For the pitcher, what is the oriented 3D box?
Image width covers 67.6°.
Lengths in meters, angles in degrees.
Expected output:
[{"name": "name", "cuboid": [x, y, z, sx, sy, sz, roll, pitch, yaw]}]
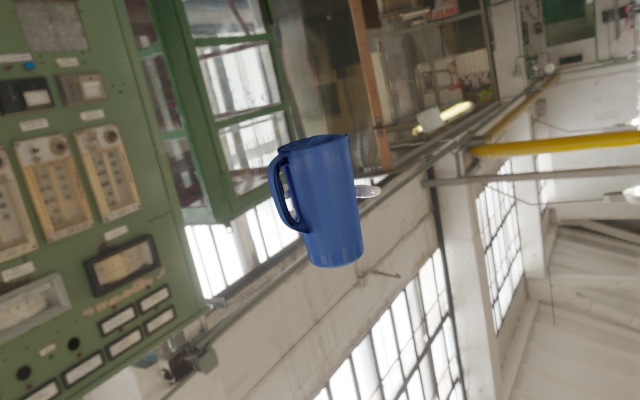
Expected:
[{"name": "pitcher", "cuboid": [0.000, 0.003, 0.896, 0.149, 0.243, 0.145, -10, 15, 8]}]
